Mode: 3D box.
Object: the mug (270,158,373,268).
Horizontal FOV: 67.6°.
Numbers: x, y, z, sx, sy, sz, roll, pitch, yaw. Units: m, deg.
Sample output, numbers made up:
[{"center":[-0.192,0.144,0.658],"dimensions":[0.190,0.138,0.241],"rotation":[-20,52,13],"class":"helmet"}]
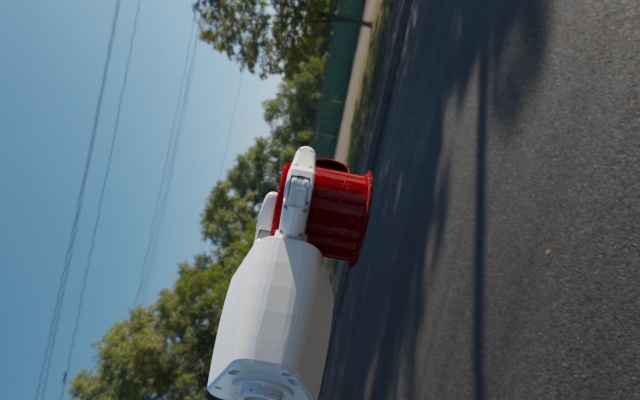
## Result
[{"center":[0.000,0.000,0.459],"dimensions":[0.081,0.117,0.093],"rotation":[11,-40,-3],"class":"mug"}]
